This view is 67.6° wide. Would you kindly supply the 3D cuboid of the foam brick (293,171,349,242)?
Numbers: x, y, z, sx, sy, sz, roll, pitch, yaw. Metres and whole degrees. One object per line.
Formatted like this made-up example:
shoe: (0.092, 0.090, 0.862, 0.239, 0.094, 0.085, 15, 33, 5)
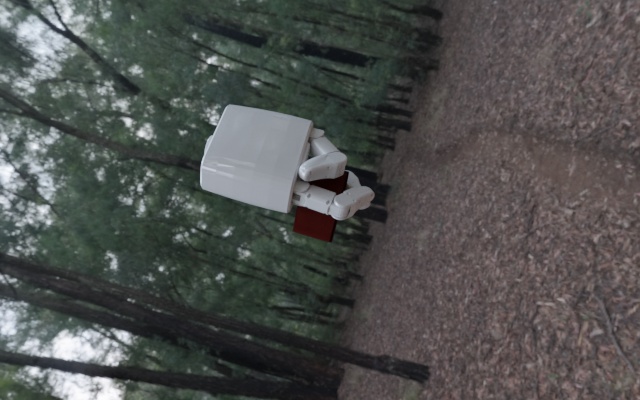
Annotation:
foam brick: (0.000, 0.002, 0.586, 0.051, 0.078, 0.053, 13, 40, 1)
